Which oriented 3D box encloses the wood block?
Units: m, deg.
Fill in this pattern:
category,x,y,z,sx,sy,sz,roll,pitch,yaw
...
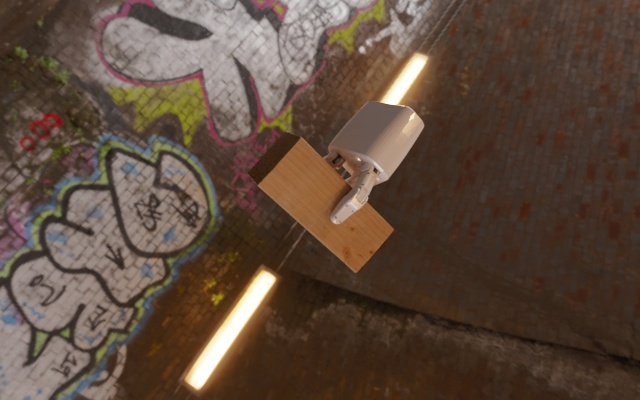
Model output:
category,x,y,z,sx,sy,sz,roll,pitch,yaw
wood block,0.001,0.002,0.719,0.206,0.090,0.091,43,-3,-22
